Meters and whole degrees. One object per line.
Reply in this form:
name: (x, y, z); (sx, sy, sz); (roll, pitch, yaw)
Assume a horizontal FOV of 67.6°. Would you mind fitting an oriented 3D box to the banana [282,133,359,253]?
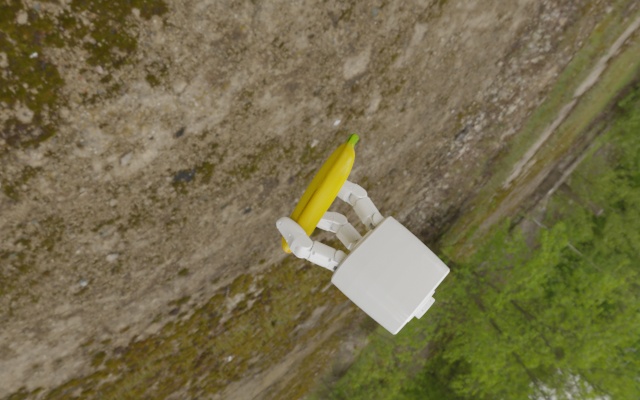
banana: (-0.004, 0.002, 0.635); (0.037, 0.198, 0.069); (37, 19, 10)
